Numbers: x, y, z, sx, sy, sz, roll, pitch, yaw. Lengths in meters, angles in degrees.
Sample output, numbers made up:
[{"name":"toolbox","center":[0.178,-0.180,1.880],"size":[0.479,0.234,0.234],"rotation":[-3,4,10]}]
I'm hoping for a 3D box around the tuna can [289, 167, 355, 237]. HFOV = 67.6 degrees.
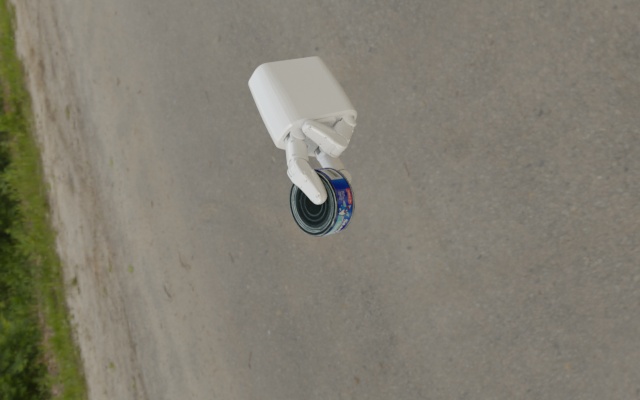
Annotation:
[{"name":"tuna can","center":[0.000,0.002,0.602],"size":[0.086,0.086,0.034],"rotation":[0,6,44]}]
